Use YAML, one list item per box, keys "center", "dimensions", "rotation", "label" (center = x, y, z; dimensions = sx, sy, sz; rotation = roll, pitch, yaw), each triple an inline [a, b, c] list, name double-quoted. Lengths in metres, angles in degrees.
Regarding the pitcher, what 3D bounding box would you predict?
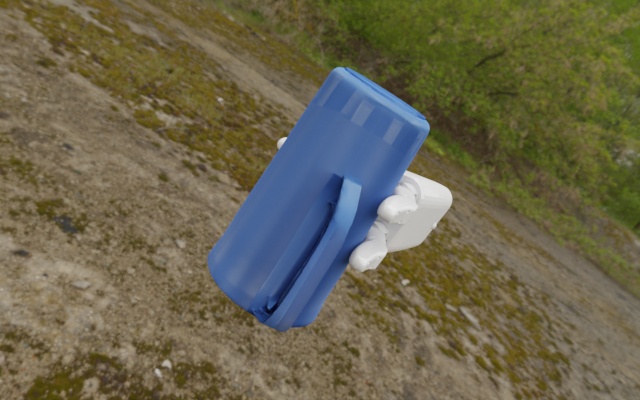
- center: [0.000, 0.002, 0.471]
  dimensions: [0.149, 0.243, 0.145]
  rotation: [42, 20, 28]
  label: "pitcher"
